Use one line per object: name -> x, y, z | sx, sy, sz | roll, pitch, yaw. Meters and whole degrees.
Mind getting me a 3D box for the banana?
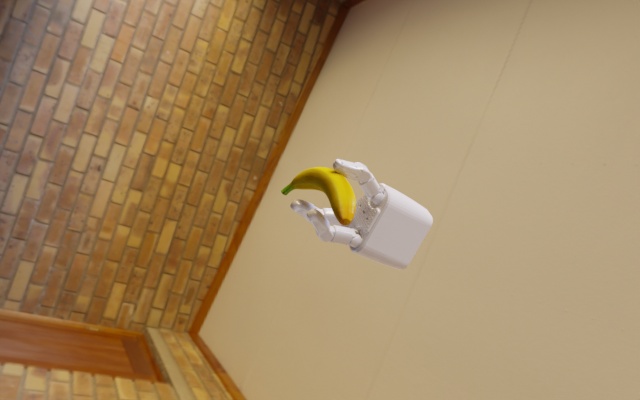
banana -> 0.008, -0.015, 0.709 | 0.037, 0.069, 0.197 | 31, -3, -30
